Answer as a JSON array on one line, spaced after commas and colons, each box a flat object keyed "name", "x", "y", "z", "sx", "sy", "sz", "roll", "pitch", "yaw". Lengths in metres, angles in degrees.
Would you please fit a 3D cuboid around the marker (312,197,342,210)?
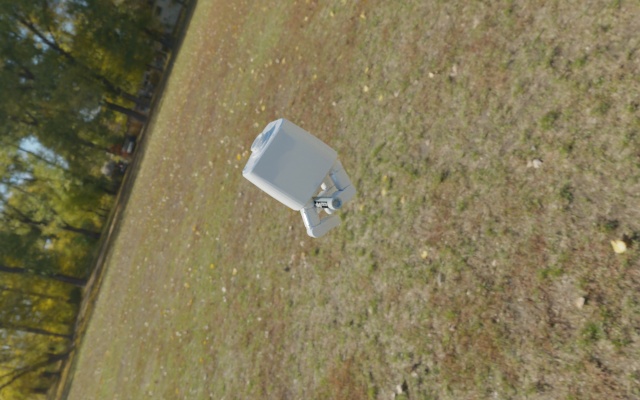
[{"name": "marker", "x": 0.000, "y": 0.003, "z": 0.765, "sx": 0.020, "sy": 0.020, "sz": 0.121, "roll": 0, "pitch": 2, "yaw": -24}]
